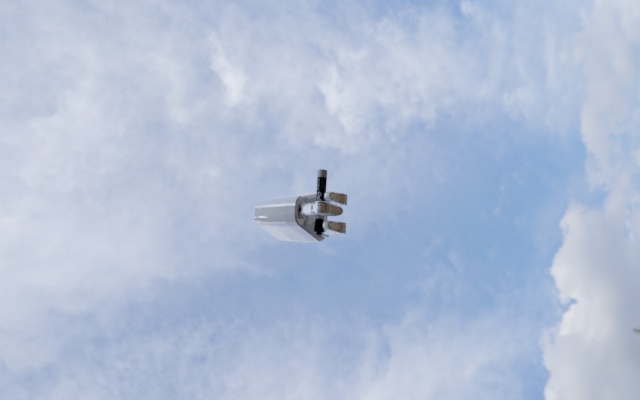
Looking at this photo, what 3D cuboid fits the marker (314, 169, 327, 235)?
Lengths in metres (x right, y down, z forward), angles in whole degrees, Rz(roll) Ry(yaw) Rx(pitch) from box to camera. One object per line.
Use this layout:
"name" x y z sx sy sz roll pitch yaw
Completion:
"marker" 0.000 0.003 0.879 0.020 0.121 0.020 3 -11 1
